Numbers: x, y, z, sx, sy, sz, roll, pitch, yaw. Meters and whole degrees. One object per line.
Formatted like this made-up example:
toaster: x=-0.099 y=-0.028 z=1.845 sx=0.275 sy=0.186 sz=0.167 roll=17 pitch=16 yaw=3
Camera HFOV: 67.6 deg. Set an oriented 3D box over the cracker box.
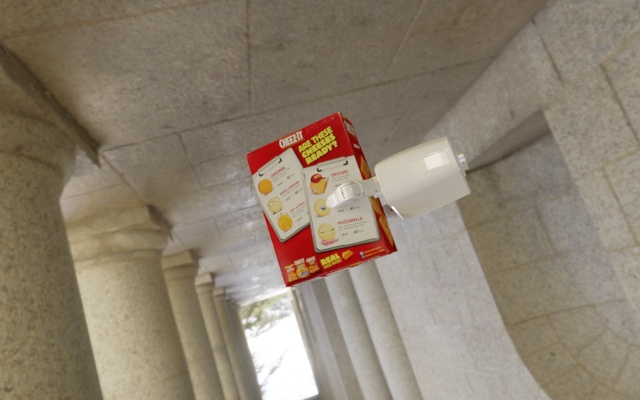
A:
cracker box: x=0.000 y=0.002 z=0.713 sx=0.164 sy=0.213 sz=0.072 roll=-22 pitch=-12 yaw=17
